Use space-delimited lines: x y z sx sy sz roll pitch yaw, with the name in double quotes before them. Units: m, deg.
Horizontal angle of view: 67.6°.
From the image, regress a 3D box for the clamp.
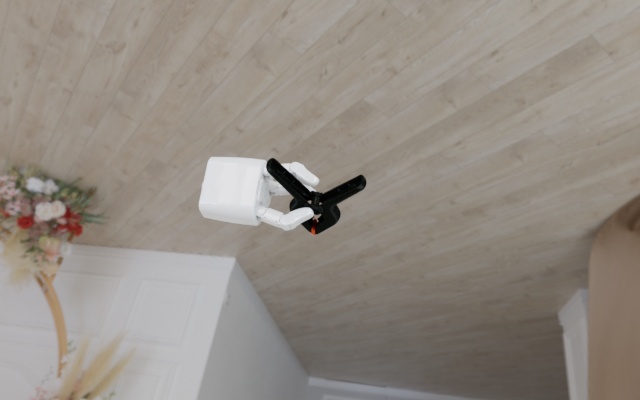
"clamp" 0.000 0.004 0.841 0.164 0.036 0.210 8 -31 11
